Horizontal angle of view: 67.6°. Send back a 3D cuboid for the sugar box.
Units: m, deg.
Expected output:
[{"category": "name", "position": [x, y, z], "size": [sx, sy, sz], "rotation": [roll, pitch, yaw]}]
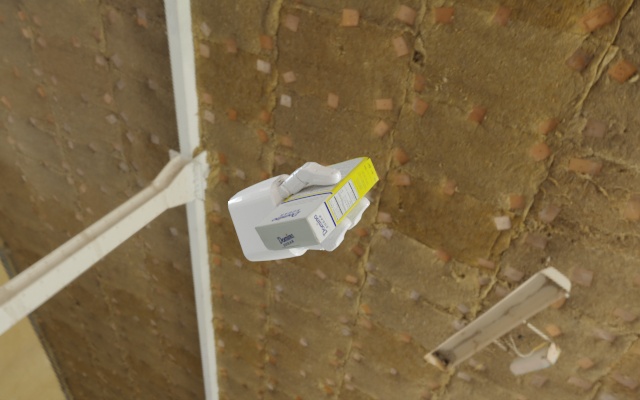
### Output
[{"category": "sugar box", "position": [0.000, 0.003, 0.650], "size": [0.093, 0.048, 0.176], "rotation": [-12, 24, 39]}]
